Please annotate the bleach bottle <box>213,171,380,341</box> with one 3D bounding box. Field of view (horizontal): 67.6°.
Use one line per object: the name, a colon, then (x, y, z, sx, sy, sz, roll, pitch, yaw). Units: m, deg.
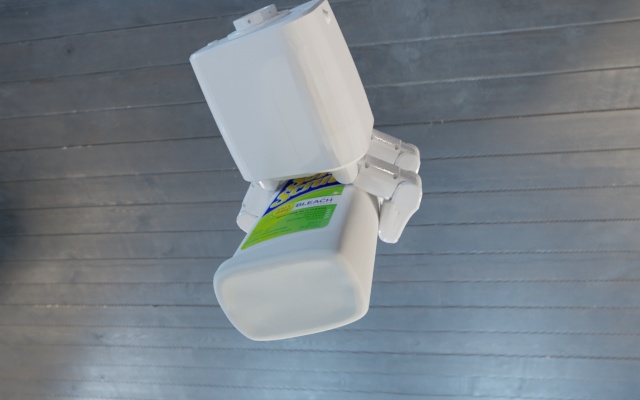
bleach bottle: (0.000, 0.001, 0.408, 0.102, 0.068, 0.250, -15, 26, 18)
